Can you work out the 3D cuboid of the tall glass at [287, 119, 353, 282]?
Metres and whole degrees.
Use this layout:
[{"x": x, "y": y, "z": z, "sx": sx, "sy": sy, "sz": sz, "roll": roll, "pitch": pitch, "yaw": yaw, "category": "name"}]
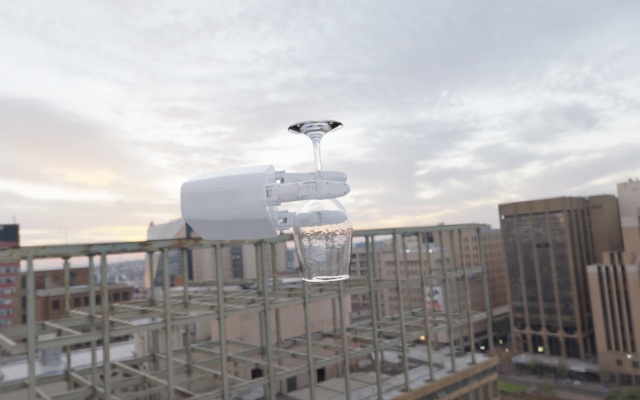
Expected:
[{"x": 0.000, "y": 0.001, "z": 0.620, "sx": 0.079, "sy": 0.201, "sz": 0.079, "roll": -4, "pitch": -5, "yaw": 0, "category": "tall glass"}]
